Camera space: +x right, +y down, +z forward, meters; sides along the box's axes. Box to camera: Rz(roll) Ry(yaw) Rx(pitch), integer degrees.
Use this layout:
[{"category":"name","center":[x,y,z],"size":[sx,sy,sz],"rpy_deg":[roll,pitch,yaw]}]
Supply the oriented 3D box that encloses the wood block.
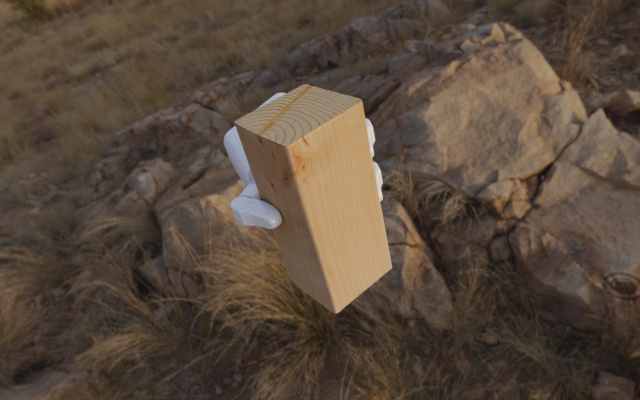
[{"category":"wood block","center":[0.000,0.002,0.488],"size":[0.091,0.206,0.090],"rpy_deg":[-34,39,-24]}]
